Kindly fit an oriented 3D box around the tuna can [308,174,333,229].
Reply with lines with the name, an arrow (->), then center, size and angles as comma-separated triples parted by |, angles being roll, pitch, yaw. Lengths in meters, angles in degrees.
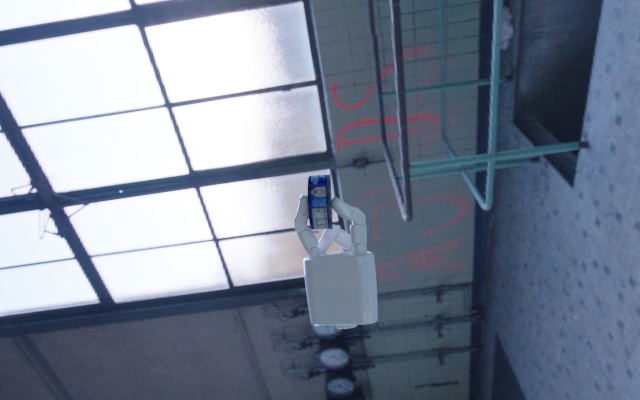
tuna can -> 0.000, 0.002, 0.742 | 0.034, 0.086, 0.086 | -3, 0, 3
